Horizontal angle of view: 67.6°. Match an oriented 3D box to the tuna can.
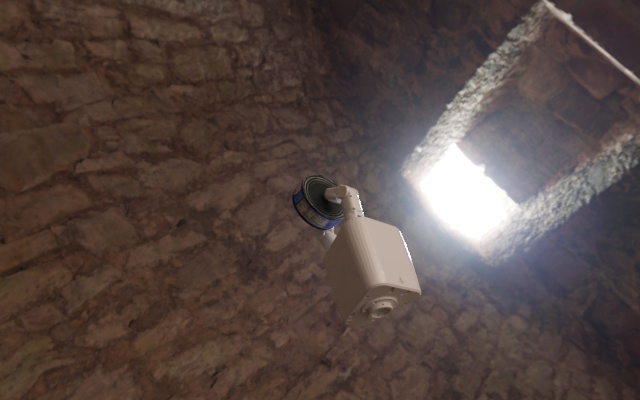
[{"bbox_3d":[0.000,0.003,0.733,0.086,0.086,0.034,0,-36,-44],"label":"tuna can"}]
